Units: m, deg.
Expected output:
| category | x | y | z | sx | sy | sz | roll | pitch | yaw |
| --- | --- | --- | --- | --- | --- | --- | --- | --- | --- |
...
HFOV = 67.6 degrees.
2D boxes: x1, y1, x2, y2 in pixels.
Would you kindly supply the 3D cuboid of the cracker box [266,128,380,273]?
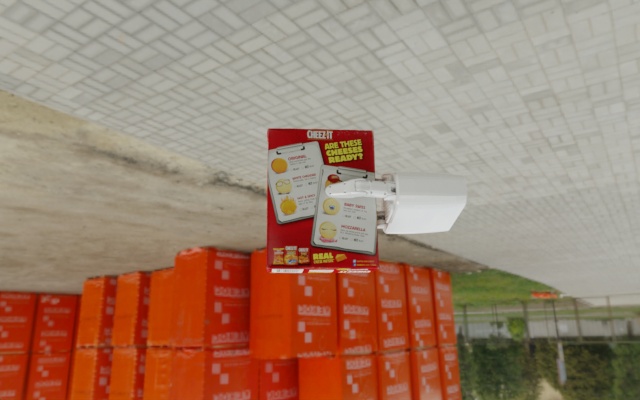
| category | x | y | z | sx | sy | sz | roll | pitch | yaw |
| --- | --- | --- | --- | --- | --- | --- | --- | --- | --- |
| cracker box | 0.000 | 0.003 | 0.729 | 0.164 | 0.213 | 0.072 | 0 | -15 | -6 |
